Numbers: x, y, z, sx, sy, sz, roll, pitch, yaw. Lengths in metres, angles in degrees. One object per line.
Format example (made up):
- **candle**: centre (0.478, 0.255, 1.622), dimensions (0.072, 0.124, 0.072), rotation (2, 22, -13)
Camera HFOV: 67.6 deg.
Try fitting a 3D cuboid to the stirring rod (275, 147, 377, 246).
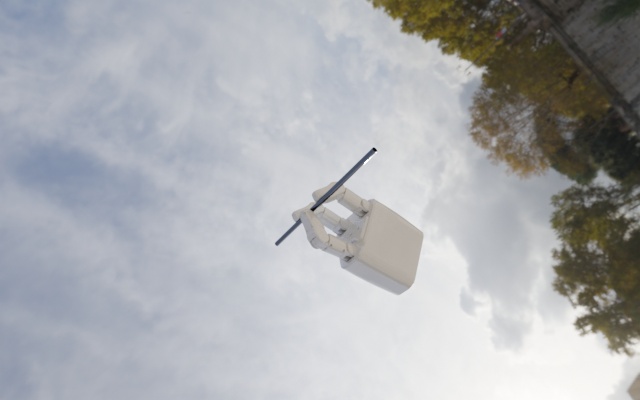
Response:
- **stirring rod**: centre (0.000, 0.002, 0.673), dimensions (0.011, 0.011, 0.240), rotation (0, -33, -43)
